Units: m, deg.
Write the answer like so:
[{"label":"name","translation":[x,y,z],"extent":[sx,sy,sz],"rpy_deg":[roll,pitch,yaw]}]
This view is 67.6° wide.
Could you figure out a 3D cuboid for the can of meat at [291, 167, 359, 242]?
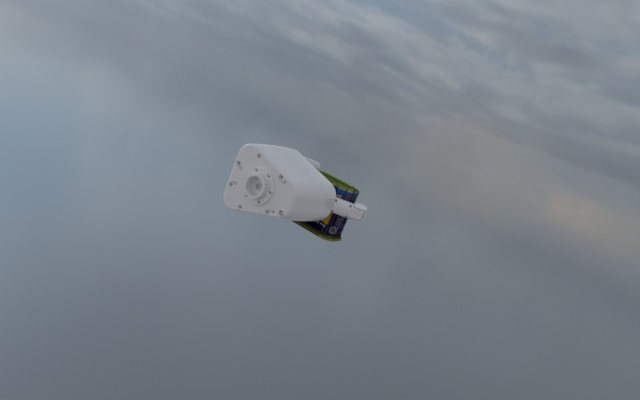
[{"label":"can of meat","translation":[0.000,0.002,0.731],"extent":[0.102,0.084,0.057],"rpy_deg":[28,12,28]}]
